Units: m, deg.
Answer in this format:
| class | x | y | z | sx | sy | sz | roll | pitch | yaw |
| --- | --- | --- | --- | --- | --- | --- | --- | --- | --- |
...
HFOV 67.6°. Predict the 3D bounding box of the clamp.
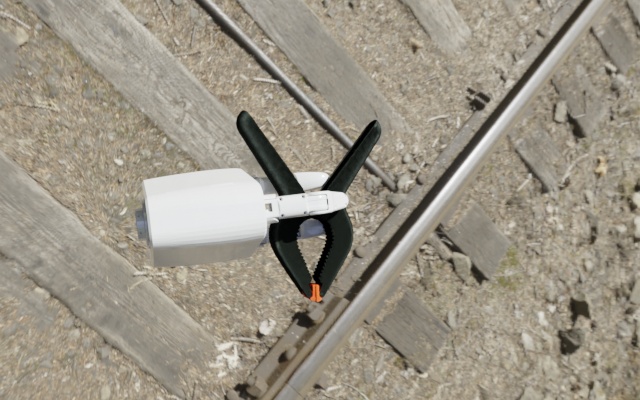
| class | x | y | z | sx | sy | sz | roll | pitch | yaw |
| --- | --- | --- | --- | --- | --- | --- | --- | --- | --- |
| clamp | 0.000 | 0.002 | 0.524 | 0.164 | 0.210 | 0.036 | -7 | 0 | -18 |
